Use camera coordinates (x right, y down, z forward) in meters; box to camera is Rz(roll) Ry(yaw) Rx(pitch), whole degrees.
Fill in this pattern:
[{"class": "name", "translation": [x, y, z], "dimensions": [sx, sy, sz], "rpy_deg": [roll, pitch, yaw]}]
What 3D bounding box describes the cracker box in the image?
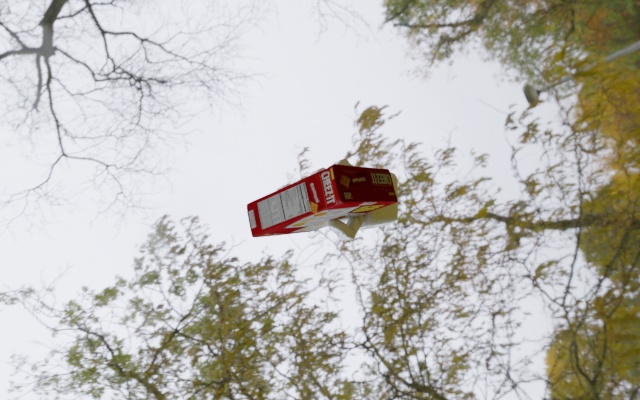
[{"class": "cracker box", "translation": [0.000, 0.003, 0.843], "dimensions": [0.214, 0.072, 0.164], "rpy_deg": [-22, -13, 38]}]
